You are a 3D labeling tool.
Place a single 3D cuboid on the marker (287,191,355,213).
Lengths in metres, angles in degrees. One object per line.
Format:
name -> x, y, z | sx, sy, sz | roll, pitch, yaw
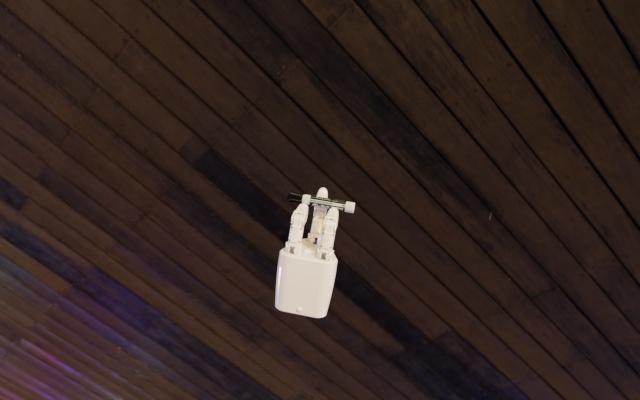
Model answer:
marker -> 0.000, 0.003, 0.845 | 0.121, 0.020, 0.020 | 10, 1, 7
